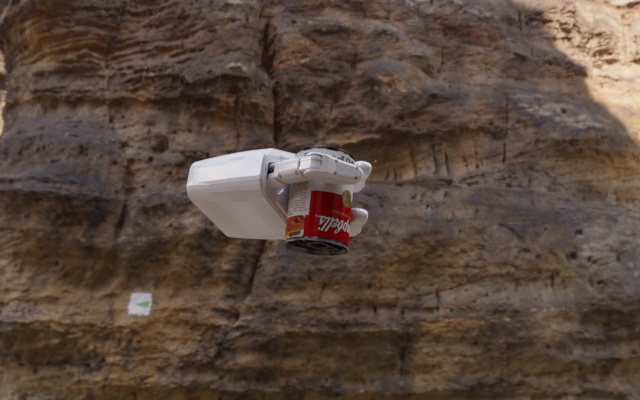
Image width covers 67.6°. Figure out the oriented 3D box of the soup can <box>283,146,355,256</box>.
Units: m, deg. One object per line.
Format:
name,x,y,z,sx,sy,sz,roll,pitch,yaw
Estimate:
soup can,0.000,0.001,0.507,0.068,0.102,0.068,5,-18,2
